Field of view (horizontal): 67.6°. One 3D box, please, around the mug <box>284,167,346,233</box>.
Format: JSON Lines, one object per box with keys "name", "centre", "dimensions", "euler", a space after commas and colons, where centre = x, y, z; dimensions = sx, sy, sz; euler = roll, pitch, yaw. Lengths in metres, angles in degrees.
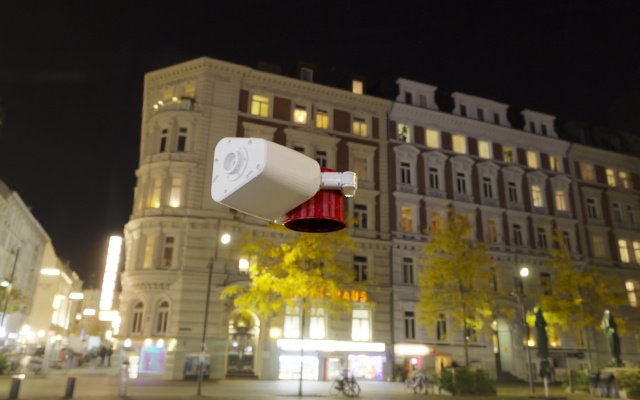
{"name": "mug", "centre": [0.001, 0.003, 0.733], "dimensions": [0.093, 0.081, 0.117], "euler": [-13, -21, 37]}
